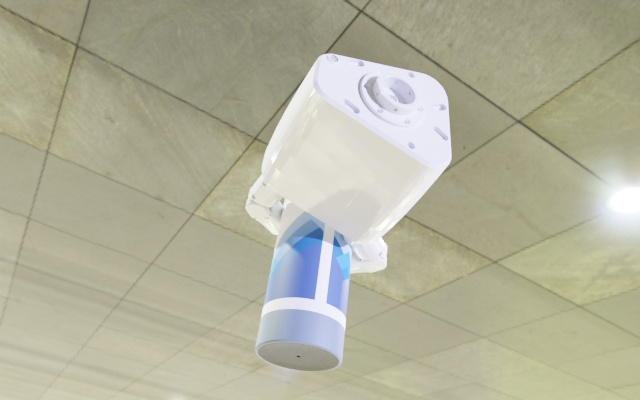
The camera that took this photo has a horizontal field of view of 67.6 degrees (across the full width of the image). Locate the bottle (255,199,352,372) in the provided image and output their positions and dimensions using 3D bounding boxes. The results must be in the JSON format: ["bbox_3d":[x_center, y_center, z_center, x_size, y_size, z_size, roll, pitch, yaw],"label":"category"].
[{"bbox_3d":[0.000,0.002,0.447,0.069,0.295,0.069,5,-37,4],"label":"bottle"}]
